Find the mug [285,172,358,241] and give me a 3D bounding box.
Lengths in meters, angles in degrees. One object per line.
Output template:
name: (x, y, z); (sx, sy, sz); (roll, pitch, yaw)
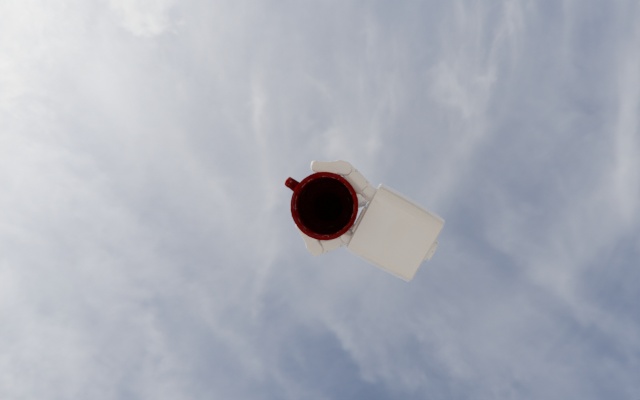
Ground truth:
mug: (-0.001, 0.002, 0.684); (0.117, 0.093, 0.081); (30, 3, 8)
